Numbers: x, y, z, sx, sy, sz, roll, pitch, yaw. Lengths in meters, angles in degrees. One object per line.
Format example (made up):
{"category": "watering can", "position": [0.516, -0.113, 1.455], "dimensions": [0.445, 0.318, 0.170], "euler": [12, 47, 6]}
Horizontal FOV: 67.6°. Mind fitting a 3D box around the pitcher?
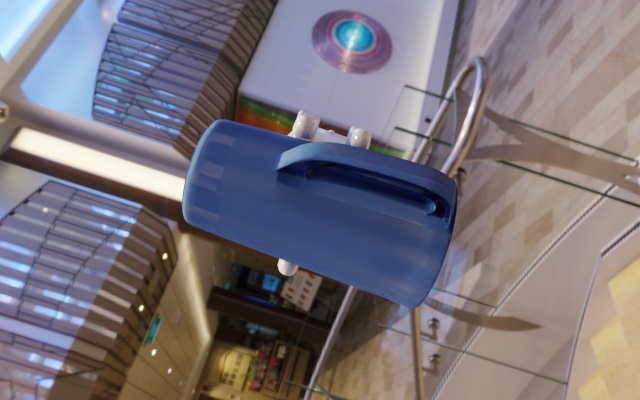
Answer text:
{"category": "pitcher", "position": [0.000, 0.001, 0.457], "dimensions": [0.243, 0.149, 0.145], "euler": [18, 18, -2]}
